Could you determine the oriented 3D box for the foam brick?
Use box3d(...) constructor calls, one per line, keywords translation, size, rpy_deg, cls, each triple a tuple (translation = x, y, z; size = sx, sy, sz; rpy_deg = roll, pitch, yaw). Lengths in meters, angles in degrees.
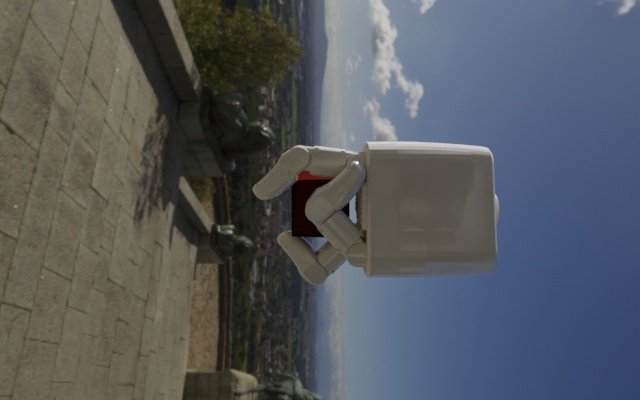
box3d(translation=(0.000, 0.001, 0.453), size=(0.051, 0.053, 0.078), rpy_deg=(0, 11, 0), cls="foam brick")
